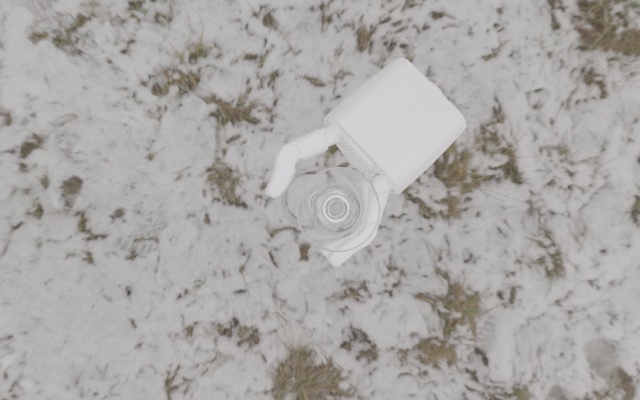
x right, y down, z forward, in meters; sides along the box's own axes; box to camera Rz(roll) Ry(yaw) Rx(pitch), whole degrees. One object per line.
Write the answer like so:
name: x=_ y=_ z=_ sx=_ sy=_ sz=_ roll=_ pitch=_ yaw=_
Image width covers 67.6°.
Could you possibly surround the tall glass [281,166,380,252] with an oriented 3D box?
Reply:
tall glass: x=0.000 y=0.002 z=0.511 sx=0.079 sy=0.079 sz=0.201 roll=0 pitch=4 yaw=-10
